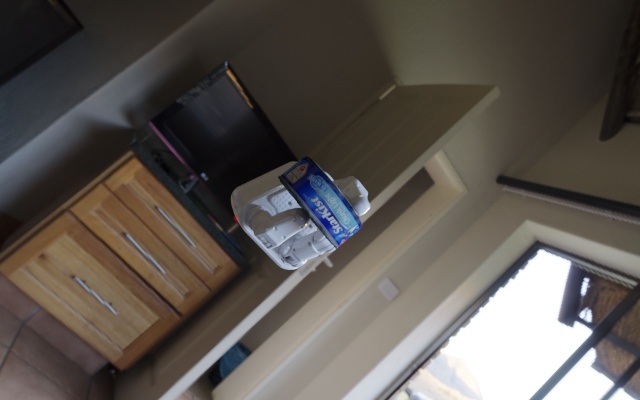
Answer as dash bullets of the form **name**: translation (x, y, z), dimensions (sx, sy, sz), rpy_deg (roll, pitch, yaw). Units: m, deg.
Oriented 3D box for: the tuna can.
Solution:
- **tuna can**: translation (0.001, 0.001, 0.441), dimensions (0.034, 0.086, 0.086), rpy_deg (-39, 3, -4)
